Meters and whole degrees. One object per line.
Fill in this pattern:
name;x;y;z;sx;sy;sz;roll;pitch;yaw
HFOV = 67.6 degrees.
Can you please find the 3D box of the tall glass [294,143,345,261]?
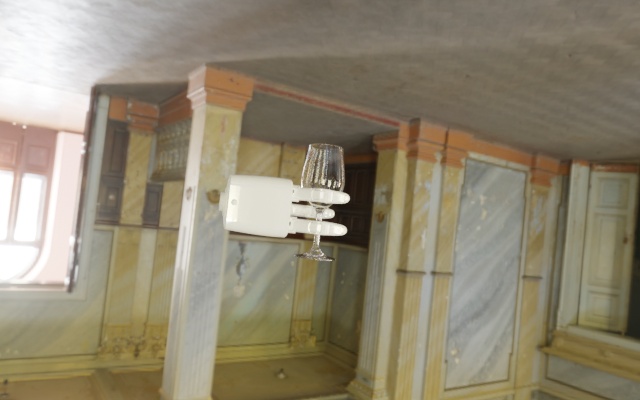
tall glass;0.000;0.003;0.849;0.079;0.201;0.079;6;-2;0
